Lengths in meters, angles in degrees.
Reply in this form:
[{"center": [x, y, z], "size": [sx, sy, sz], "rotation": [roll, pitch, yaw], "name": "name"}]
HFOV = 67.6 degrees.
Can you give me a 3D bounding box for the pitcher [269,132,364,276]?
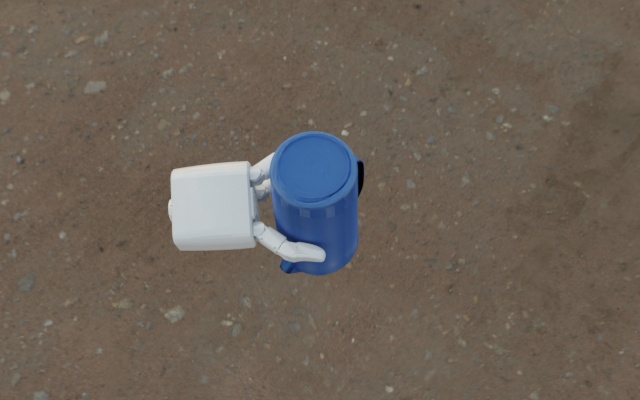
[{"center": [0.000, 0.002, 0.681], "size": [0.145, 0.149, 0.243], "rotation": [-4, -25, -1], "name": "pitcher"}]
